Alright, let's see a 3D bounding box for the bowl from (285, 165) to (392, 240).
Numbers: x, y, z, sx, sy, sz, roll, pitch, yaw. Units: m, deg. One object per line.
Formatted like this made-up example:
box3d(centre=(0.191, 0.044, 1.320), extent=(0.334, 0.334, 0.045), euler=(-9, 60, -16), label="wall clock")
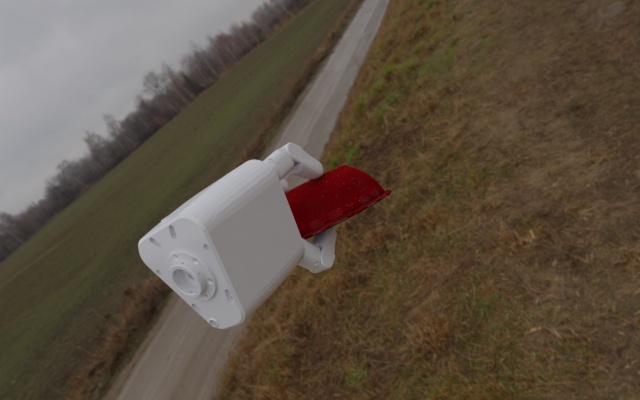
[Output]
box3d(centre=(0.000, 0.001, 0.567), extent=(0.162, 0.055, 0.162), euler=(-26, 0, 0), label="bowl")
